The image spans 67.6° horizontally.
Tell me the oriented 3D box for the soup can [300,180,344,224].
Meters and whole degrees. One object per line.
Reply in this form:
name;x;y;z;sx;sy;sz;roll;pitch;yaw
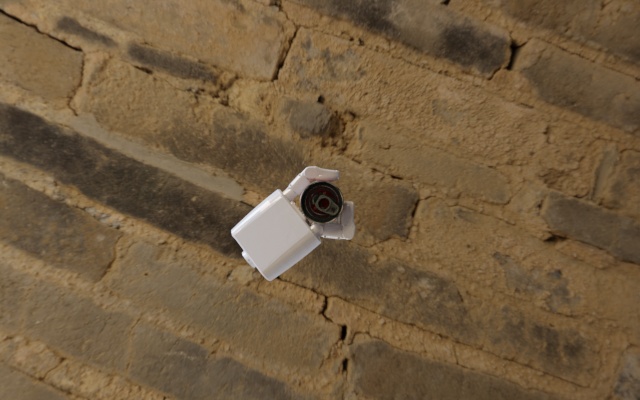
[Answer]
soup can;0.000;0.002;0.785;0.068;0.068;0.102;0;1;-3
